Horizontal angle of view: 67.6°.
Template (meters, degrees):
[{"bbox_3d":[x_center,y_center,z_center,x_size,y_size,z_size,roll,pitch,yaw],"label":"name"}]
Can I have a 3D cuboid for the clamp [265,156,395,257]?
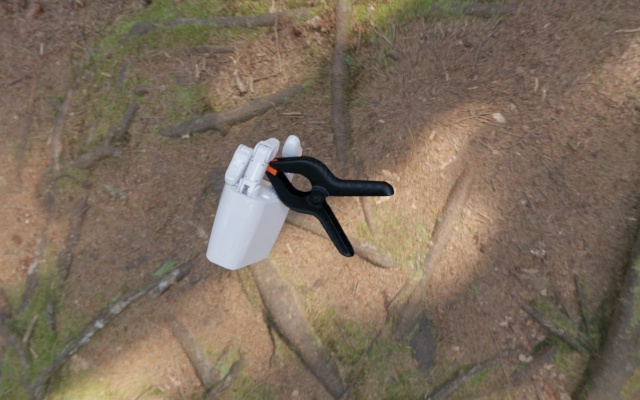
[{"bbox_3d":[0.000,0.002,0.643,0.171,0.120,0.039,23,16,5],"label":"clamp"}]
